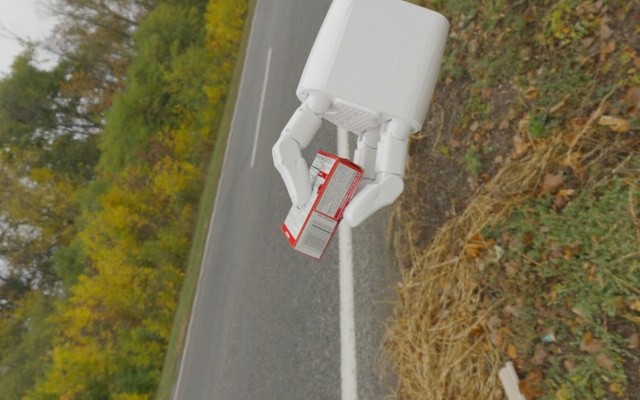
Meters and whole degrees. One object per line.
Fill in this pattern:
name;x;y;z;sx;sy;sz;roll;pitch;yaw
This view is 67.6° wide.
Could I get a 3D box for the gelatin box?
gelatin box;0.000;0.002;0.436;0.030;0.089;0.073;26;4;-16
